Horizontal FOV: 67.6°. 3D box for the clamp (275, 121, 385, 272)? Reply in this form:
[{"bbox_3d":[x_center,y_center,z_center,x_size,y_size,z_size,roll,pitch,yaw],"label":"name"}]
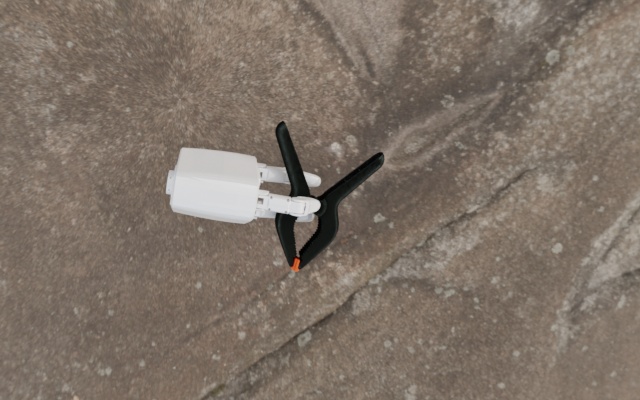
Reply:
[{"bbox_3d":[0.000,0.003,0.695,0.164,0.210,0.036,9,9,-12],"label":"clamp"}]
